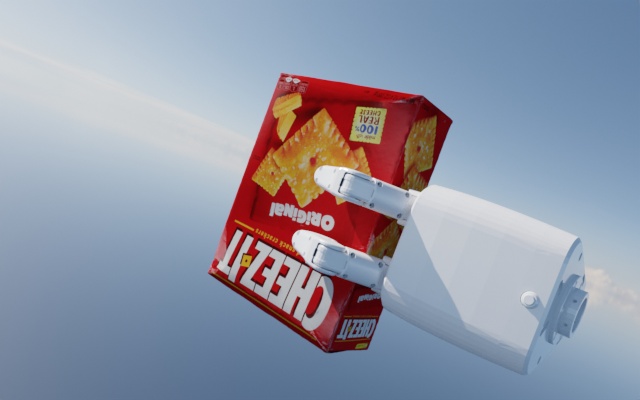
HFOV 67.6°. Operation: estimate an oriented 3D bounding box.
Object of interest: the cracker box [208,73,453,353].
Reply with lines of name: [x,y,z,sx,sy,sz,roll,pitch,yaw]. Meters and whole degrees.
cracker box: [0.000,0.001,0.434,0.164,0.213,0.072,22,2,39]
